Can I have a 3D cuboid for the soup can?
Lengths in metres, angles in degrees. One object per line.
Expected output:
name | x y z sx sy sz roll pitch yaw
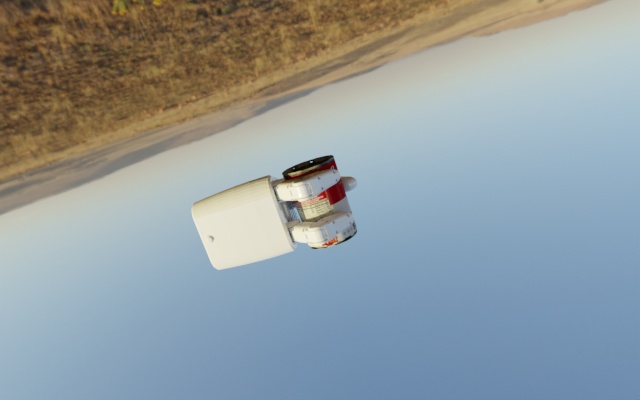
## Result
soup can | 0.001 0.002 0.602 0.068 0.102 0.068 -18 13 4
